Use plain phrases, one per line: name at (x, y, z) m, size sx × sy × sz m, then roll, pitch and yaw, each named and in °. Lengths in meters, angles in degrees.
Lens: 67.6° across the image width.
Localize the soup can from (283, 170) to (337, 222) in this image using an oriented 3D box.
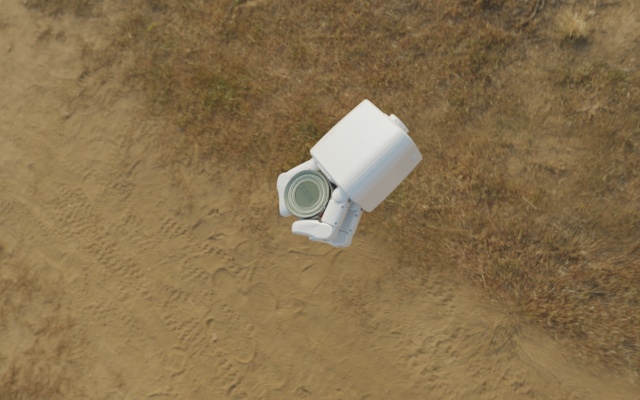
soup can at (0.000, 0.002, 0.662) m, size 0.068 × 0.068 × 0.102 m, roll 0°, pitch -13°, yaw 22°
